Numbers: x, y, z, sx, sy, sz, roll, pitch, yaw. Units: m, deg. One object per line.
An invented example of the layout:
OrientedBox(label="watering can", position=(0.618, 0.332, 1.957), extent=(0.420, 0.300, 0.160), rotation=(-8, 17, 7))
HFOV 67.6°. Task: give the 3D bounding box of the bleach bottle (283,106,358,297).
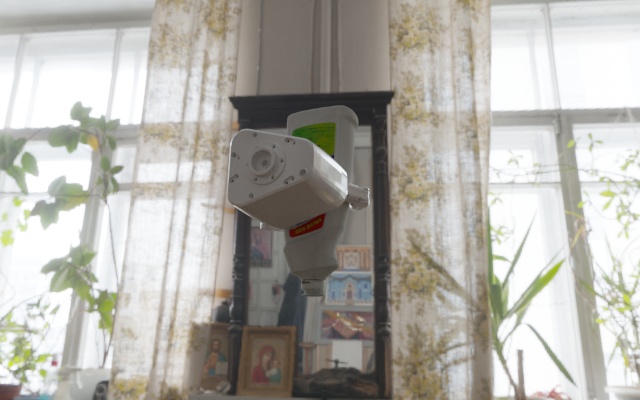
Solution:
OrientedBox(label="bleach bottle", position=(0.000, 0.002, 0.648), extent=(0.102, 0.250, 0.068), rotation=(-5, -17, 21))
